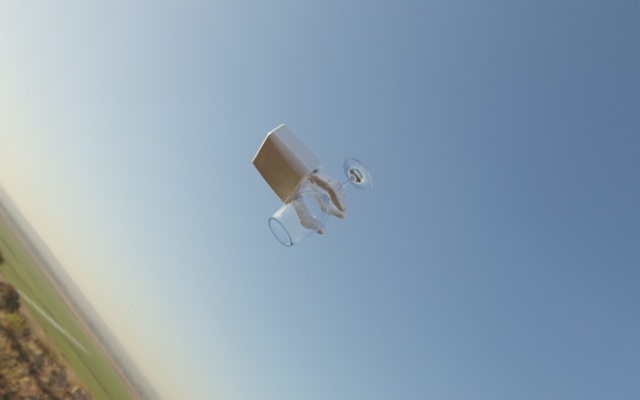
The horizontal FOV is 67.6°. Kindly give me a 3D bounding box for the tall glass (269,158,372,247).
[{"bbox_3d":[0.001,0.003,0.878,0.201,0.079,0.079,-37,19,-27],"label":"tall glass"}]
